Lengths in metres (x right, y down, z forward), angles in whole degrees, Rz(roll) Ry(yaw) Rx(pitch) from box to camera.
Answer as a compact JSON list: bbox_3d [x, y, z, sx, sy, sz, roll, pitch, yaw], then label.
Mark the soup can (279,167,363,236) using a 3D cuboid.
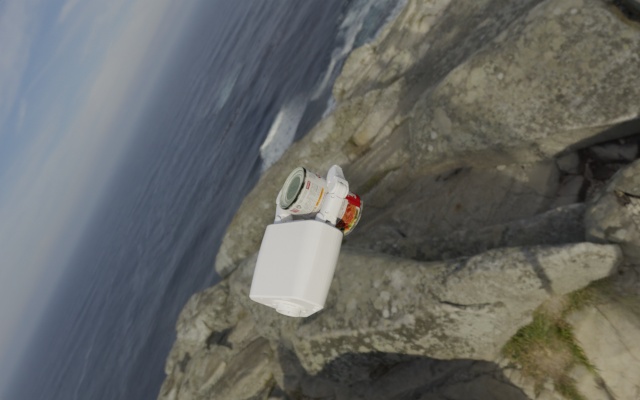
[{"bbox_3d":[0.000,0.002,0.686,0.102,0.068,0.068,26,-11,-24],"label":"soup can"}]
